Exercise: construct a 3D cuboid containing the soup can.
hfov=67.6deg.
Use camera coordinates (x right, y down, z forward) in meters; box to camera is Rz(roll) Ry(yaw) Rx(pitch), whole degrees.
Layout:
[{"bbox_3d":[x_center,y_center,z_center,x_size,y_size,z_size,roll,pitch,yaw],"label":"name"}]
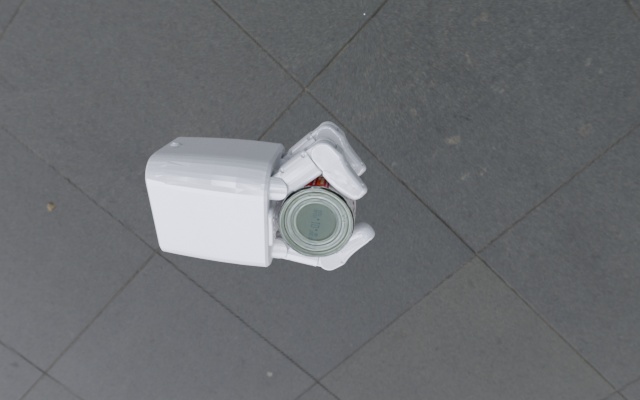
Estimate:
[{"bbox_3d":[0.001,0.002,0.452,0.068,0.068,0.102,0,21,5],"label":"soup can"}]
